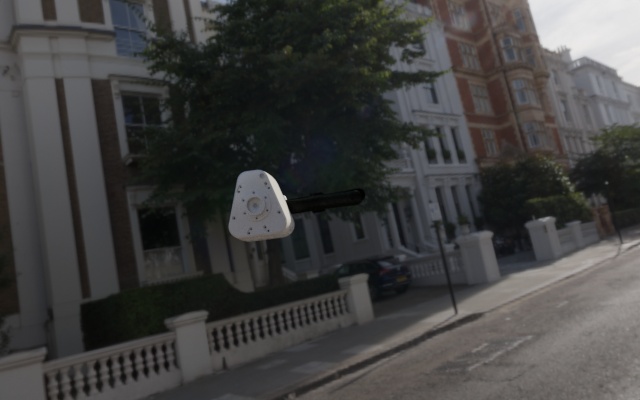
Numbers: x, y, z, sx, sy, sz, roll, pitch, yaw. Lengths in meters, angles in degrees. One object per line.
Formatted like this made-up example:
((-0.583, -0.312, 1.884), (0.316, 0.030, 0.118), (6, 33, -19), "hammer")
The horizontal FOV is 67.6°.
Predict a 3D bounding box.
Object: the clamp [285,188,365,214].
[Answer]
((0.000, 0.002, 0.850), (0.171, 0.039, 0.120), (-11, -3, 0), "clamp")
